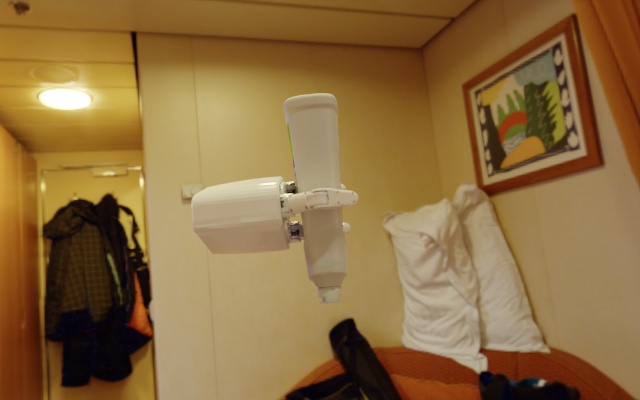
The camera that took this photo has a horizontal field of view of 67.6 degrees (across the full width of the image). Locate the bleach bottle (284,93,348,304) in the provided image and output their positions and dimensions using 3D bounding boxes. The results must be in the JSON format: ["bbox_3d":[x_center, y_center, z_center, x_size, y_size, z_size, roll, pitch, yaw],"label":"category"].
[{"bbox_3d":[0.000,0.002,0.603,0.068,0.251,0.102,-6,-8,0],"label":"bleach bottle"}]
